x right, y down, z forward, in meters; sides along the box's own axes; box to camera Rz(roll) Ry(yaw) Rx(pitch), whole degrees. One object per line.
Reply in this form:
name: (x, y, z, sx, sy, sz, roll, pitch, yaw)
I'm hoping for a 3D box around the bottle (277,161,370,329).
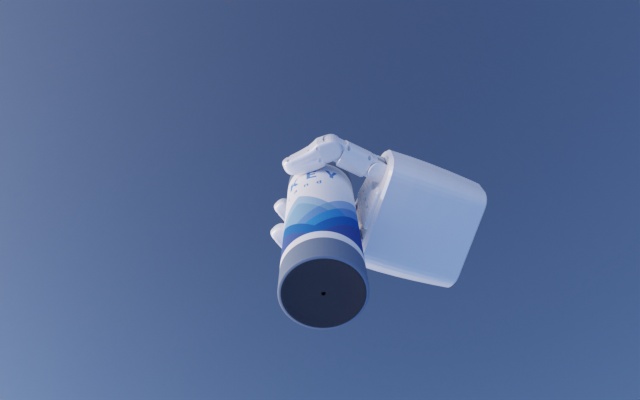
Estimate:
bottle: (0.000, 0.002, 0.473, 0.069, 0.069, 0.295, 0, 27, -1)
